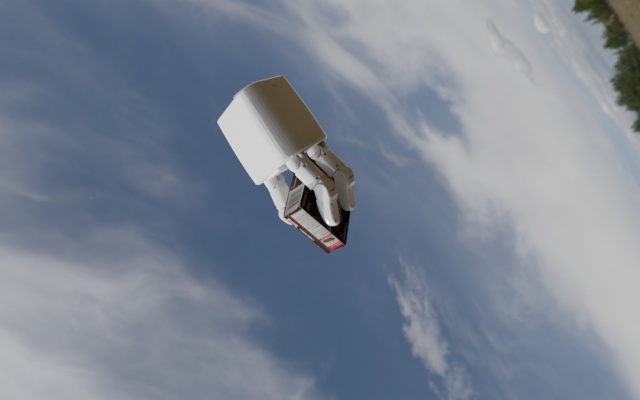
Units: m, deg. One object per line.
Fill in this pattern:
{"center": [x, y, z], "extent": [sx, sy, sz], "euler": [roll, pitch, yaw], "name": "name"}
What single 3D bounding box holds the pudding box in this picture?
{"center": [0.000, 0.002, 0.655], "extent": [0.039, 0.113, 0.090], "euler": [-29, -58, 35], "name": "pudding box"}
